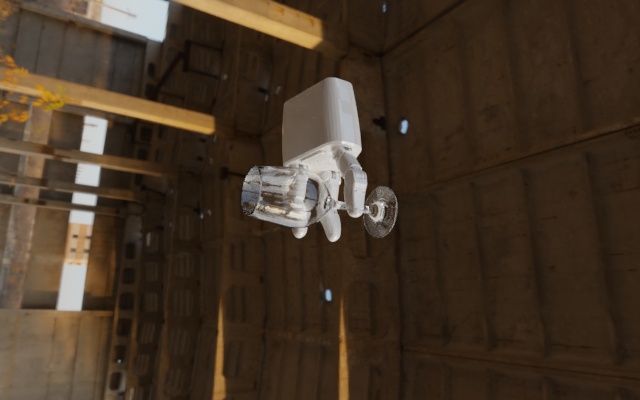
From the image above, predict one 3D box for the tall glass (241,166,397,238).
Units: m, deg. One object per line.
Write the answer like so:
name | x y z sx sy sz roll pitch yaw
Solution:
tall glass | 0.001 0.002 0.626 0.201 0.079 0.079 9 -5 -31
